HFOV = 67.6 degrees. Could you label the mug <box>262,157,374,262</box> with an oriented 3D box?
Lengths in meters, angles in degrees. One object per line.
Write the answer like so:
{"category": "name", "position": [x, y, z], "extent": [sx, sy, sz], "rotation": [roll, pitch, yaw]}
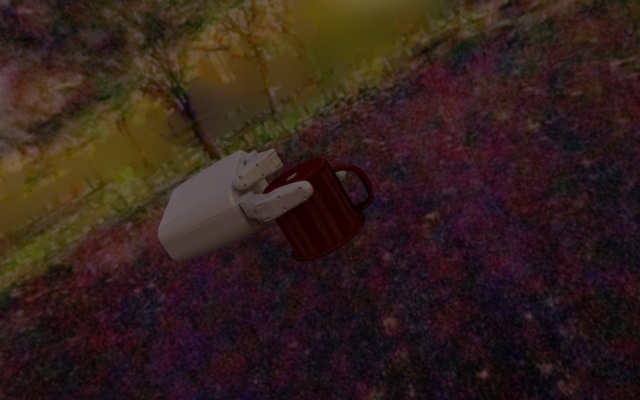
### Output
{"category": "mug", "position": [0.001, 0.001, 0.515], "extent": [0.117, 0.081, 0.093], "rotation": [-25, 17, 17]}
